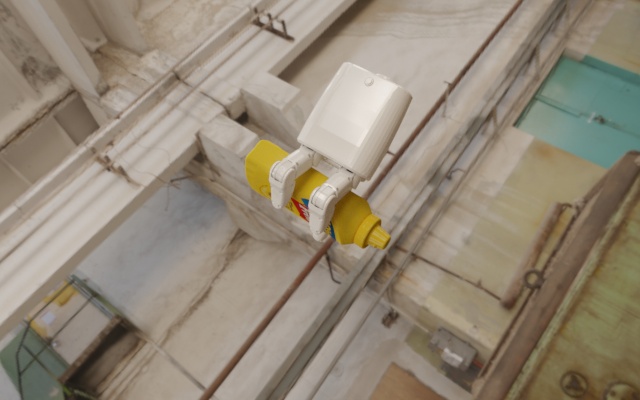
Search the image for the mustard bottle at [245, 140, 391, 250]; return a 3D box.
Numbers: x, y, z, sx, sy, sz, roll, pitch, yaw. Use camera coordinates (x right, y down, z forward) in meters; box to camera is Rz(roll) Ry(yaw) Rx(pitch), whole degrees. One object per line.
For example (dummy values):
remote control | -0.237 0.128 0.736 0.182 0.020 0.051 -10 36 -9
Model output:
mustard bottle | 0.000 0.002 0.577 0.191 0.058 0.096 31 -20 21
